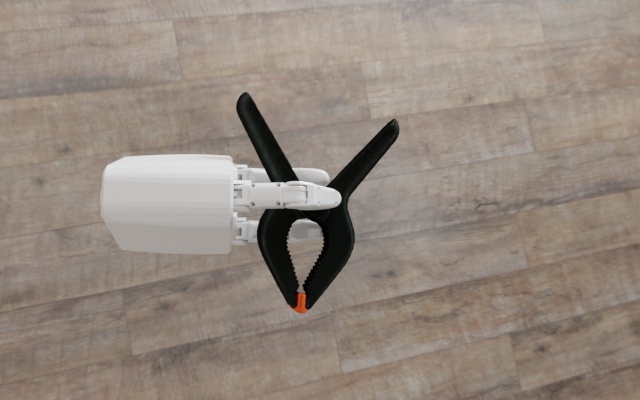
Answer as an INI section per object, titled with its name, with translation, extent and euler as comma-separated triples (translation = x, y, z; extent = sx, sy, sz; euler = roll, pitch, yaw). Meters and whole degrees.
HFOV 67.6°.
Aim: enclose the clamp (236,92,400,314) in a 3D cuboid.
[clamp]
translation = 0.000, 0.002, 0.464
extent = 0.164, 0.210, 0.036
euler = 1, -6, -11
